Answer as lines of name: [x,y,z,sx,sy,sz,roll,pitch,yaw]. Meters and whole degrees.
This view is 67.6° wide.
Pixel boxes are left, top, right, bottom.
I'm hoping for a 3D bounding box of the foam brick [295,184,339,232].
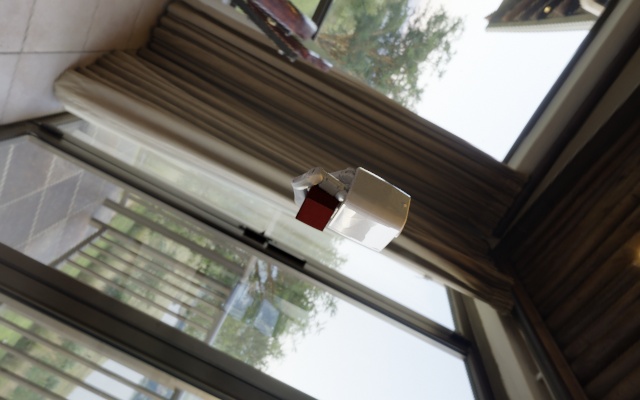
foam brick: [0.000,0.003,0.792,0.051,0.053,0.078,28,38,-3]
